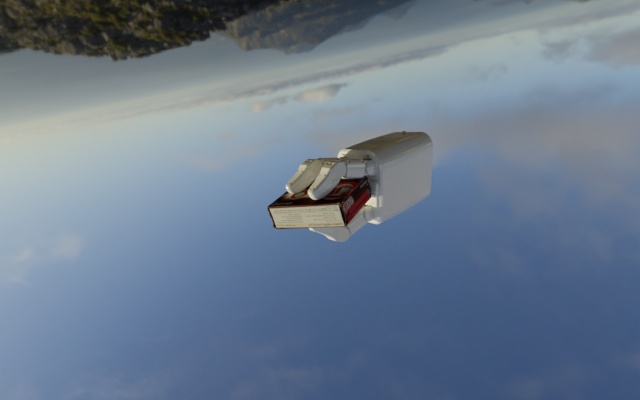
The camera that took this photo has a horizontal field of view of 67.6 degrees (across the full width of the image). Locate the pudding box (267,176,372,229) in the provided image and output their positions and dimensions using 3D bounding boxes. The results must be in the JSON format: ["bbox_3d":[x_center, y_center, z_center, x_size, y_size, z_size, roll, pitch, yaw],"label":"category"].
[{"bbox_3d":[0.000,0.002,0.638,0.113,0.039,0.090,-6,21,31],"label":"pudding box"}]
